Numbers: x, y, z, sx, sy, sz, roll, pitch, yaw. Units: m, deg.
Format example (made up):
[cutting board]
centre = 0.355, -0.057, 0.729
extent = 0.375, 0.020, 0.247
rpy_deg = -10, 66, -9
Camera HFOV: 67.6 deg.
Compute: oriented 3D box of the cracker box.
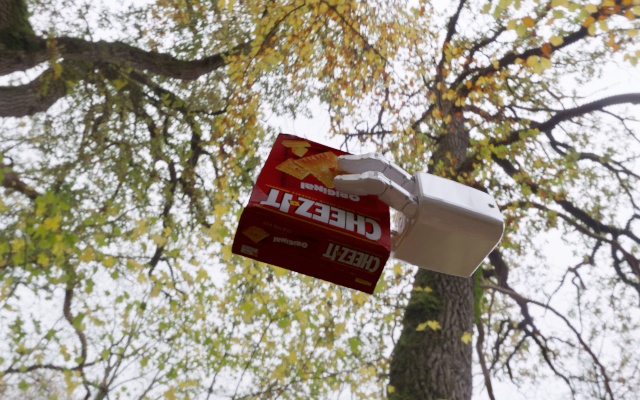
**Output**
[cracker box]
centre = 0.000, 0.002, 0.594
extent = 0.164, 0.072, 0.213
rpy_deg = 17, 30, -3
